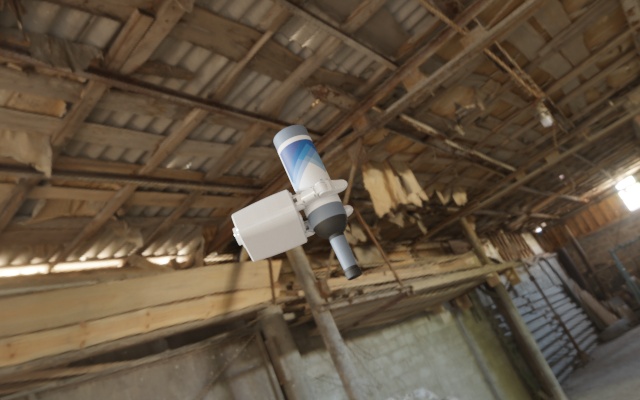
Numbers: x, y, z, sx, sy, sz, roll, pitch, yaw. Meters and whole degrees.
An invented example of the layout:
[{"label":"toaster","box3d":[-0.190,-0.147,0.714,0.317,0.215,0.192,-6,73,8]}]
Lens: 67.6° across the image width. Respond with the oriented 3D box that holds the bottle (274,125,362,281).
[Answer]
[{"label":"bottle","box3d":[0.000,0.003,0.847,0.069,0.295,0.069,-22,-21,-9]}]
